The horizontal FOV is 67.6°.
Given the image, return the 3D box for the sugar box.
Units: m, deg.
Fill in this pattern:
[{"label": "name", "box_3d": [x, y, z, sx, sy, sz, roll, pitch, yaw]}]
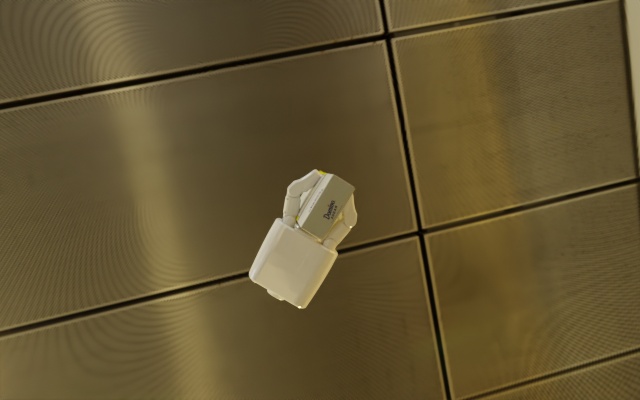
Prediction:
[{"label": "sugar box", "box_3d": [0.000, 0.003, 0.772, 0.048, 0.093, 0.176, 31, 2, -12]}]
